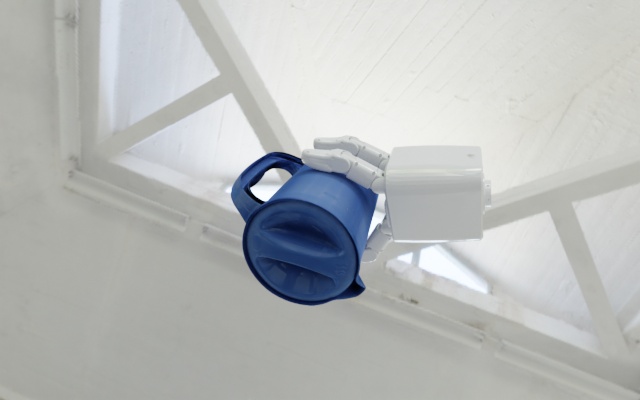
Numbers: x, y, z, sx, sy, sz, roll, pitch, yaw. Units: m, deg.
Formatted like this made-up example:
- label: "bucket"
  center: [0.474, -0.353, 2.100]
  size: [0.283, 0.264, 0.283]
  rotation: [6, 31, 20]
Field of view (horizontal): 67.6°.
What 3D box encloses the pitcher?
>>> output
- label: "pitcher"
  center: [0.000, 0.002, 0.605]
  size: [0.145, 0.149, 0.242]
  rotation: [-2, 25, 18]
